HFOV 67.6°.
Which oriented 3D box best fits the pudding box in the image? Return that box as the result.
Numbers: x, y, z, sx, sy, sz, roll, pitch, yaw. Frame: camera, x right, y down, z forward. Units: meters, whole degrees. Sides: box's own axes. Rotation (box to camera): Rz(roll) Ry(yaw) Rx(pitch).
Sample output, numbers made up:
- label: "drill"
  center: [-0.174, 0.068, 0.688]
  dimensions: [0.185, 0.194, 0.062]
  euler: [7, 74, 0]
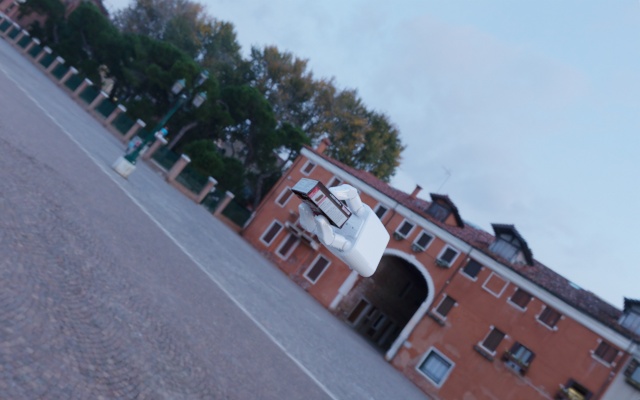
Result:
- label: "pudding box"
  center: [0.000, 0.003, 0.861]
  dimensions: [0.090, 0.039, 0.113]
  euler: [44, -10, -16]
